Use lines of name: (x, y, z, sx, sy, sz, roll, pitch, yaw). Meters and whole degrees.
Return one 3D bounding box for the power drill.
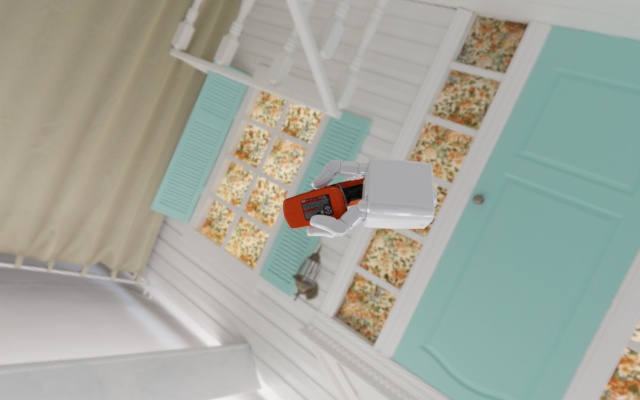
power drill: (0.000, 0.003, 0.864, 0.184, 0.057, 0.187, -16, 4, 19)
